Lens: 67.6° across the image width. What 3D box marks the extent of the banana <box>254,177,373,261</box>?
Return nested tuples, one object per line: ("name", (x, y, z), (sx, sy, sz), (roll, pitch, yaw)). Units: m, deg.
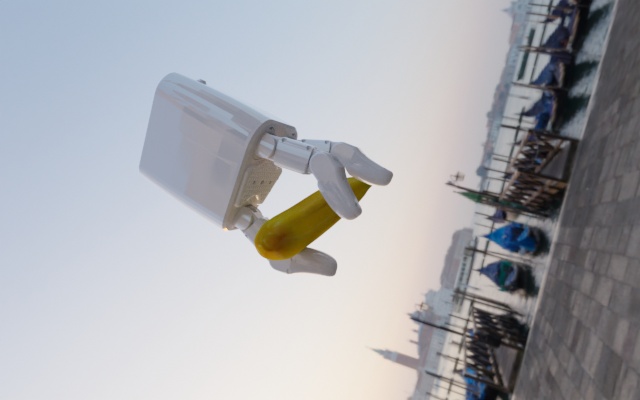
("banana", (-0.008, 0.012, 0.422), (0.070, 0.037, 0.197), (-51, -10, 35))
